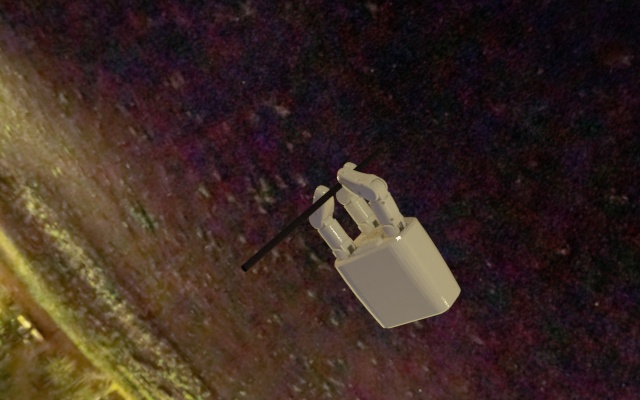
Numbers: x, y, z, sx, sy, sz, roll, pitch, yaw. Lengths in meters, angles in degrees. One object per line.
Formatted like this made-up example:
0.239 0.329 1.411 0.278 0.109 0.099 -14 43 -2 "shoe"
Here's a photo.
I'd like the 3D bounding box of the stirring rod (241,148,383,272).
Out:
0.000 0.002 0.533 0.011 0.011 0.239 0 33 48 "stirring rod"
